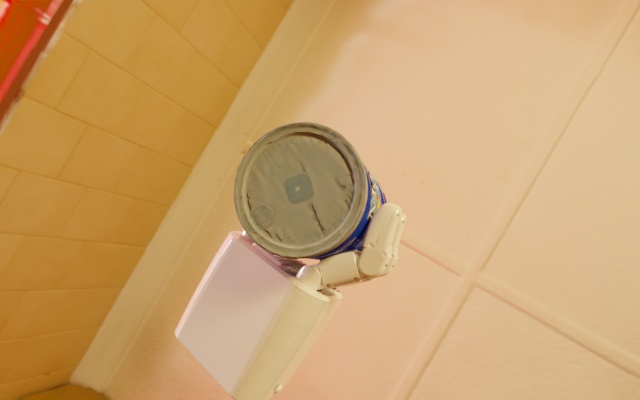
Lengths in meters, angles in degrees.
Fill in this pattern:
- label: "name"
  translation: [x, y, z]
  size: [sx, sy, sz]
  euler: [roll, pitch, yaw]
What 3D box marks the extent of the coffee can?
- label: "coffee can"
  translation: [0.000, 0.001, 0.417]
  size: [0.103, 0.103, 0.140]
  euler: [0, -8, 14]
